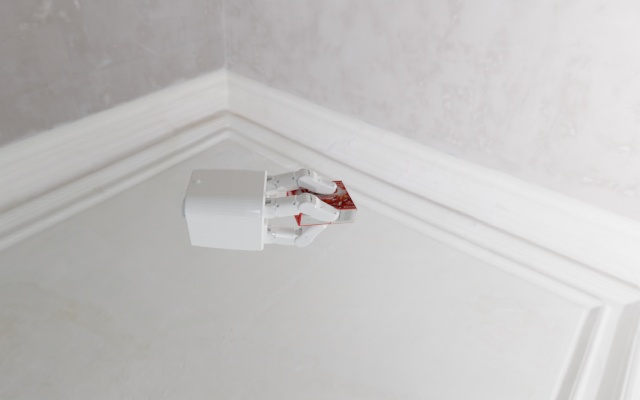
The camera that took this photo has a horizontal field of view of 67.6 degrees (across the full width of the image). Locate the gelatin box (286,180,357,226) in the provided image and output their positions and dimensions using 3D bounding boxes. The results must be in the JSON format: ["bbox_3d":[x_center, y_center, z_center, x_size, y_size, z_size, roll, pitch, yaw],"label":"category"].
[{"bbox_3d":[0.000,0.003,0.705,0.089,0.030,0.073,-3,37,-18],"label":"gelatin box"}]
